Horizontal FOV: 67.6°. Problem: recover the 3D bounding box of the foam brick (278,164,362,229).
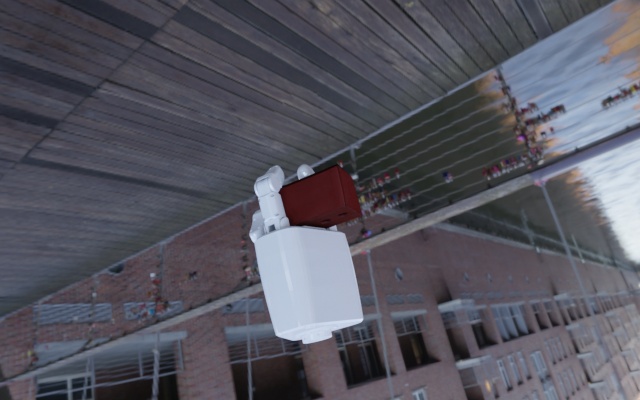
[{"bbox_3d":[0.000,0.002,0.545,0.078,0.051,0.053,-22,-23,19],"label":"foam brick"}]
